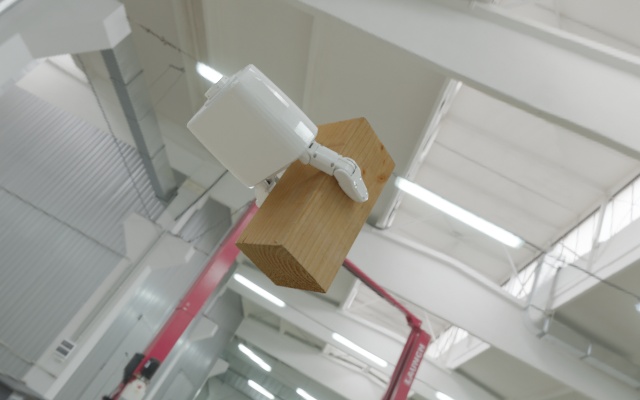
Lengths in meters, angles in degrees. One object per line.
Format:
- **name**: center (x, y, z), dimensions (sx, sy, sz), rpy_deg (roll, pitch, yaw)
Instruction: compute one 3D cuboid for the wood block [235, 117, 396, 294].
- **wood block**: center (0.000, 0.002, 0.596), dimensions (0.091, 0.206, 0.090), rpy_deg (-2, -43, 45)
